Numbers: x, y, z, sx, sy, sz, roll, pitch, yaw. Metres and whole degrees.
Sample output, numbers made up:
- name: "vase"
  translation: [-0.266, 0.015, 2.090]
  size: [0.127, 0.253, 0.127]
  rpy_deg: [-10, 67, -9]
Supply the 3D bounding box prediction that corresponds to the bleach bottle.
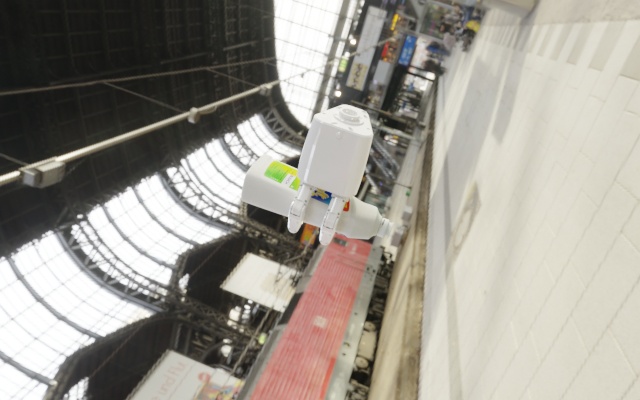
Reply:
- name: "bleach bottle"
  translation: [0.000, 0.003, 0.802]
  size: [0.251, 0.068, 0.102]
  rpy_deg: [20, 31, 6]
